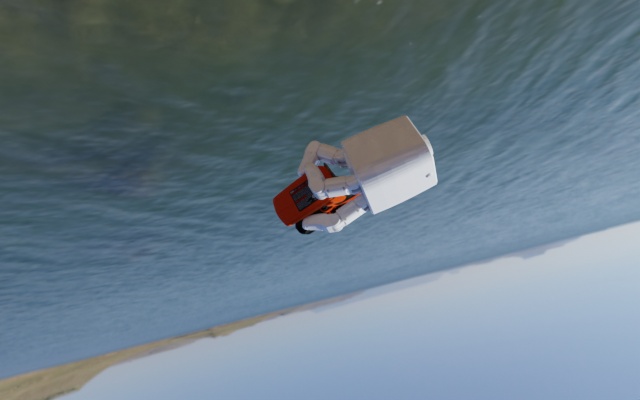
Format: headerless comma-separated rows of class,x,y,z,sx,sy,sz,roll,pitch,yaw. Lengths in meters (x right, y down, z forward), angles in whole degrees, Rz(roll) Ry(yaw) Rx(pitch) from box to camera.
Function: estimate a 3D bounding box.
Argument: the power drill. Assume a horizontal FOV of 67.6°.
power drill,0.000,0.002,0.792,0.184,0.057,0.187,-37,-14,20
